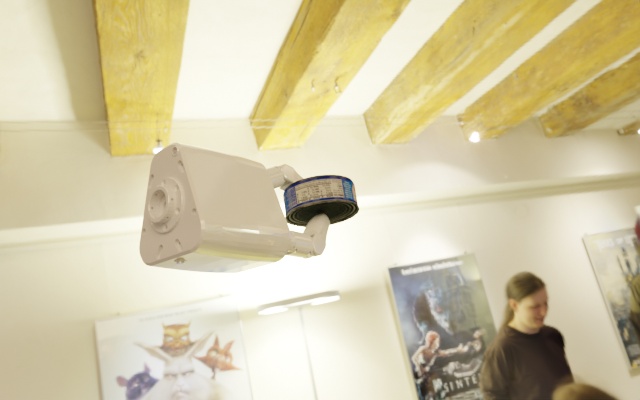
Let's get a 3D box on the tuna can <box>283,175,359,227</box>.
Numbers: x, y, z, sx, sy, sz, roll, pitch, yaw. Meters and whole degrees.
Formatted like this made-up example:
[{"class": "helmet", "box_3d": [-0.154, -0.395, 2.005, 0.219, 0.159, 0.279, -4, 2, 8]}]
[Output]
[{"class": "tuna can", "box_3d": [0.000, 0.001, 0.551, 0.086, 0.033, 0.086, -8, -20, -3]}]
